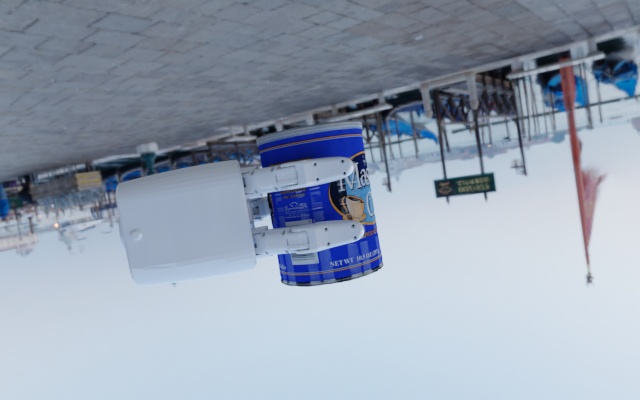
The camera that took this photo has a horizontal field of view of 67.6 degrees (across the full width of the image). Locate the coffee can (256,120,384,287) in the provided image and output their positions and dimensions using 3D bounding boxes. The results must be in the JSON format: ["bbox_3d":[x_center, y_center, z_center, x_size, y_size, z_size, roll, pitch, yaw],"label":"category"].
[{"bbox_3d":[0.000,0.001,0.464,0.103,0.140,0.103,-9,3,1],"label":"coffee can"}]
